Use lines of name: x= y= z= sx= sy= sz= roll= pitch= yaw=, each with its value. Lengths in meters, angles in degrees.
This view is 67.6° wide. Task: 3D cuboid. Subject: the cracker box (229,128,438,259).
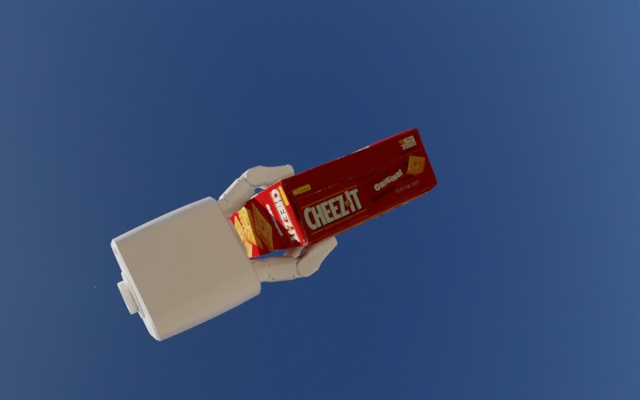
cracker box: x=0.000 y=0.002 z=0.540 sx=0.164 sy=0.072 sz=0.214 roll=-24 pitch=1 yaw=-26
